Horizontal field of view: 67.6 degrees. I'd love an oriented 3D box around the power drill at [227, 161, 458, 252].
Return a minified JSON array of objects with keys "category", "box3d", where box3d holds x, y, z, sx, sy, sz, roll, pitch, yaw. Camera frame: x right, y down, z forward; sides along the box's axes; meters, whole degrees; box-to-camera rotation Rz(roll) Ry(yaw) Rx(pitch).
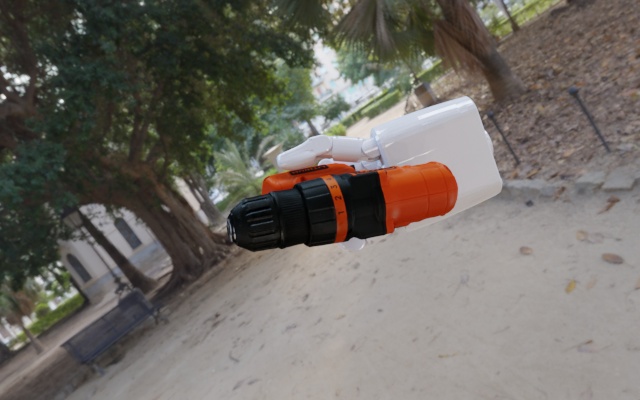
[{"category":"power drill","box3d":[0.000,0.001,0.432,0.184,0.057,0.187,-9,8,-17]}]
